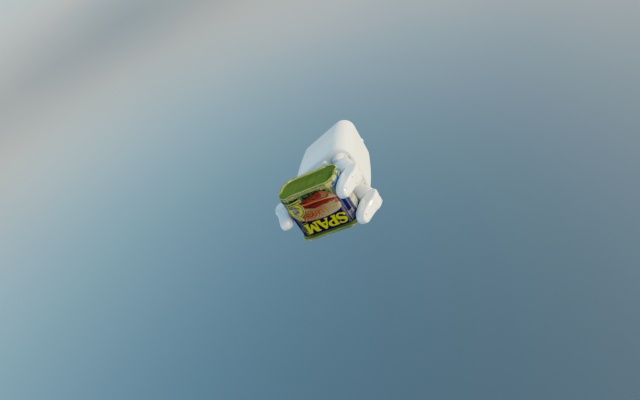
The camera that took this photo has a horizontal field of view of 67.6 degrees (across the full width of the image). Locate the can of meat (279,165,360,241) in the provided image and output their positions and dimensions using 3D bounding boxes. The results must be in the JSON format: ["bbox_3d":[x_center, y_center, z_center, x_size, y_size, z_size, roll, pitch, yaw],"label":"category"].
[{"bbox_3d":[0.000,0.002,0.712,0.102,0.084,0.057,-21,31,23],"label":"can of meat"}]
